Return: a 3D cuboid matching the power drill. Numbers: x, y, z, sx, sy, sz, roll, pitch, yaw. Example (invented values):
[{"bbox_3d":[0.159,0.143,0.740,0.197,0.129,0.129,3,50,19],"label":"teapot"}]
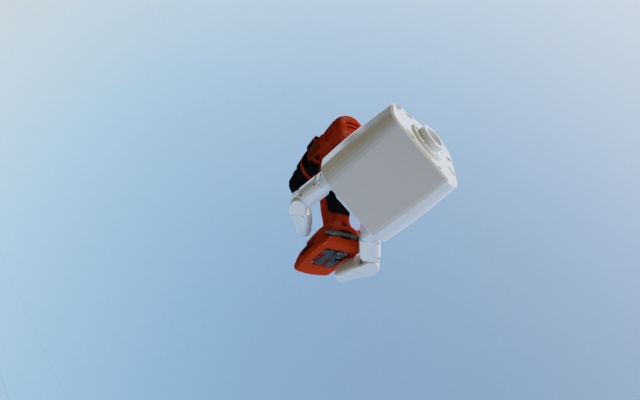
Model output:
[{"bbox_3d":[0.000,0.002,0.653,0.057,0.187,0.184,11,-31,-21],"label":"power drill"}]
